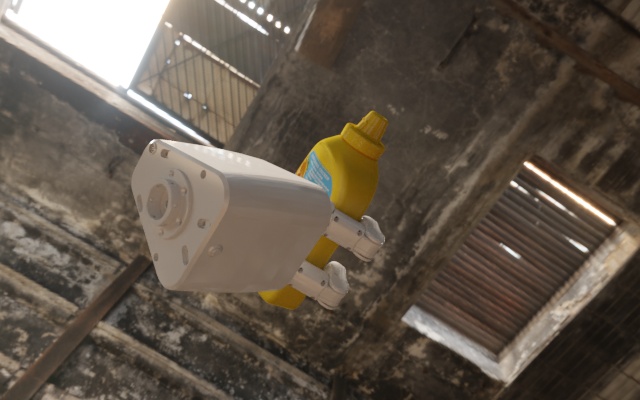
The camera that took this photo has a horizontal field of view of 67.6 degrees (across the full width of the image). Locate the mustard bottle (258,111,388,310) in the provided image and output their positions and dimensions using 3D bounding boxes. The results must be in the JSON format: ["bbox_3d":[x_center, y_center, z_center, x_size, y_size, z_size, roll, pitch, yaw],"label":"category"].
[{"bbox_3d":[0.000,0.002,0.444,0.058,0.192,0.096,24,20,-29],"label":"mustard bottle"}]
